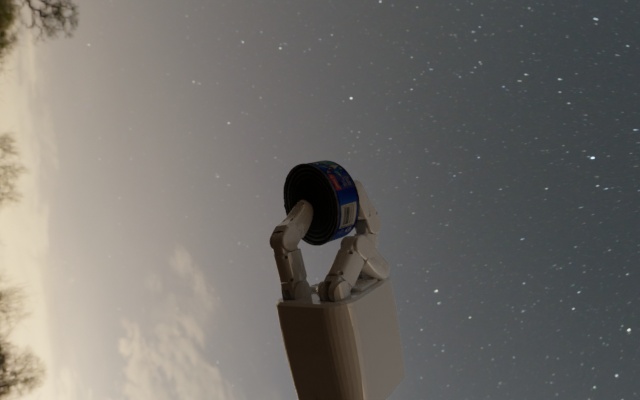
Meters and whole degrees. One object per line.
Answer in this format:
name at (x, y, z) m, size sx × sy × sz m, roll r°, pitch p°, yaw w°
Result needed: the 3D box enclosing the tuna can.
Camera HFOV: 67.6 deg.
tuna can at (0.000, 0.001, 0.498) m, size 0.034 × 0.086 × 0.086 m, roll -15°, pitch 10°, yaw -40°
